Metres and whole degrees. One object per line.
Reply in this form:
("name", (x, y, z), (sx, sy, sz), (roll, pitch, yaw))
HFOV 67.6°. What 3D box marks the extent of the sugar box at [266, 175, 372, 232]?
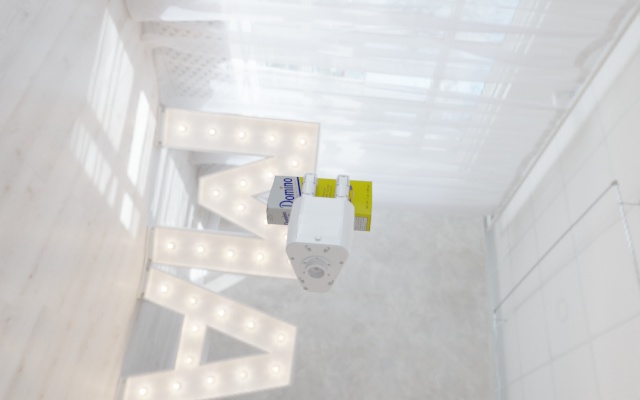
("sugar box", (0.000, 0.002, 0.825), (0.176, 0.048, 0.093), (5, 41, 2))
